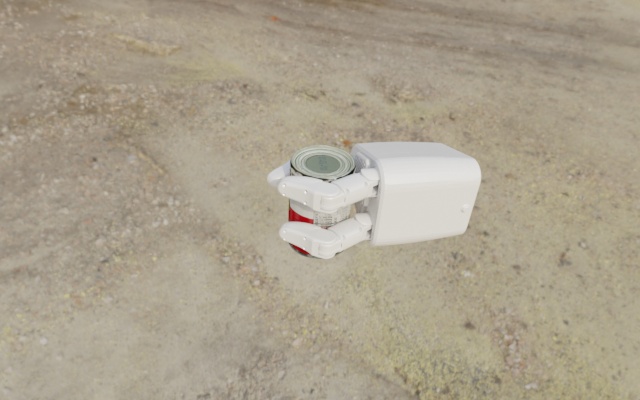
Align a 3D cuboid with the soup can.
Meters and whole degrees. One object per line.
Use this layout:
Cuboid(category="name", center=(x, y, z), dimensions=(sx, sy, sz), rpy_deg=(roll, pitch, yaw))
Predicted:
Cuboid(category="soup can", center=(0.000, 0.001, 0.503), dimensions=(0.068, 0.102, 0.068), rpy_deg=(3, 36, -2))
